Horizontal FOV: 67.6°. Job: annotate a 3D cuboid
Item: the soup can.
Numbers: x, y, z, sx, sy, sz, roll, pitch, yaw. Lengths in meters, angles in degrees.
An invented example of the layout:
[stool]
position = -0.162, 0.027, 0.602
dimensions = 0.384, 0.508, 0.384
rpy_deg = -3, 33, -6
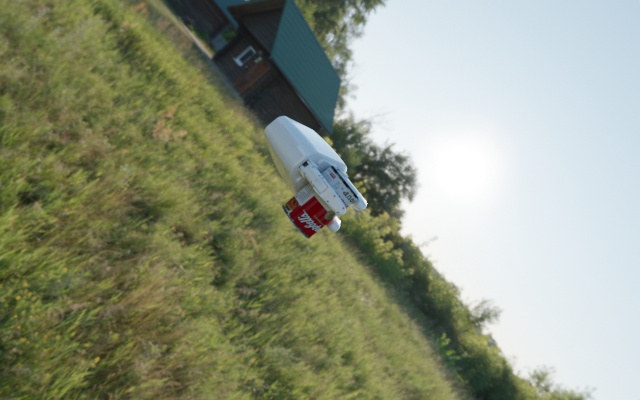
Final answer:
[soup can]
position = 0.001, 0.003, 0.747
dimensions = 0.102, 0.068, 0.068
rpy_deg = -39, -3, 4
